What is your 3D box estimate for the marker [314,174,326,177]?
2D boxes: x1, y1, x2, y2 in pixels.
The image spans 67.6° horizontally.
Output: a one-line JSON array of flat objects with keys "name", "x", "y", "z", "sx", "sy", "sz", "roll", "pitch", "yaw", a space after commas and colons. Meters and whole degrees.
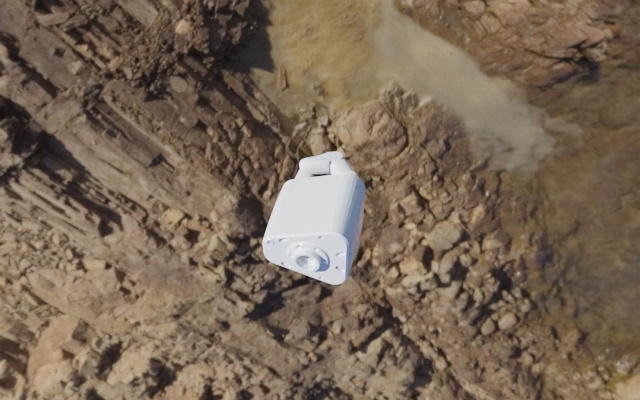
[{"name": "marker", "x": 0.000, "y": 0.002, "z": 0.699, "sx": 0.020, "sy": 0.121, "sz": 0.020, "roll": -1, "pitch": 42, "yaw": 1}]
